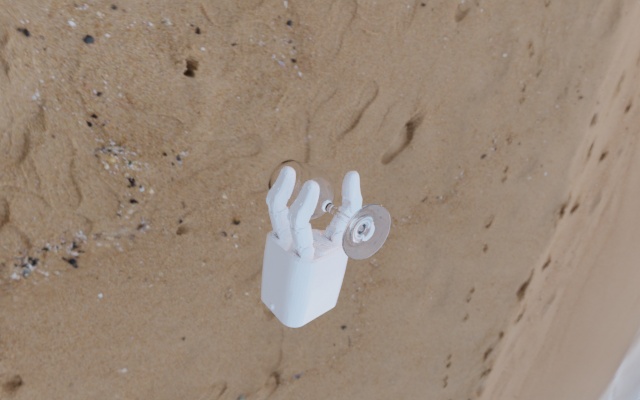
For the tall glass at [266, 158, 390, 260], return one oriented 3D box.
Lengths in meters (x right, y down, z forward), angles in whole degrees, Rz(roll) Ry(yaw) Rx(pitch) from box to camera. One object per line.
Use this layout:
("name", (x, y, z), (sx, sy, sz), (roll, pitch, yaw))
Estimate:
("tall glass", (0.001, 0.002, 0.646), (0.079, 0.079, 0.201), (0, 22, -37))
